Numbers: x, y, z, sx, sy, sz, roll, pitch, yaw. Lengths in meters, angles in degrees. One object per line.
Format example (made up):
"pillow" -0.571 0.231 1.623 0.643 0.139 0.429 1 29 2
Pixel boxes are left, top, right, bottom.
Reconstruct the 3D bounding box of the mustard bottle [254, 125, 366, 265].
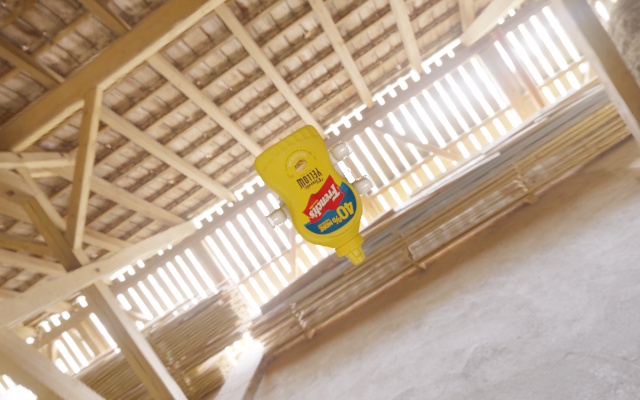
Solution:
"mustard bottle" 0.000 0.002 0.637 0.096 0.191 0.058 -34 1 -12
